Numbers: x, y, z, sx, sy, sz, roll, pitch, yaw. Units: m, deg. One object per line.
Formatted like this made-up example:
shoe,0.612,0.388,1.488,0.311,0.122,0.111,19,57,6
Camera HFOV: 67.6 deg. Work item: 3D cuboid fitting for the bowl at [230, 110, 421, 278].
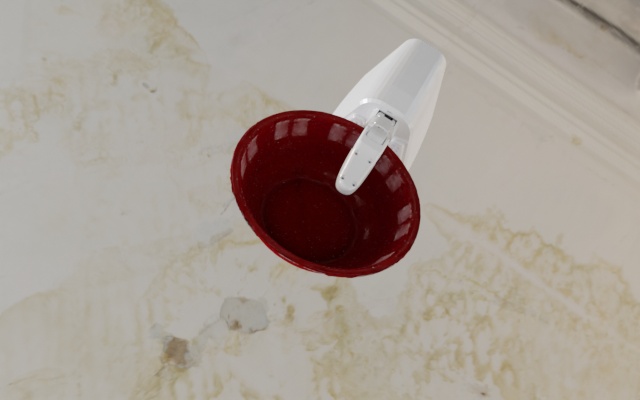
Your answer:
bowl,-0.001,0.002,0.402,0.162,0.162,0.055,0,-33,-24
